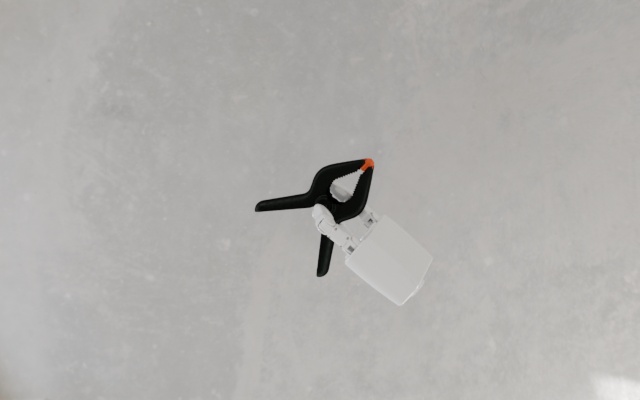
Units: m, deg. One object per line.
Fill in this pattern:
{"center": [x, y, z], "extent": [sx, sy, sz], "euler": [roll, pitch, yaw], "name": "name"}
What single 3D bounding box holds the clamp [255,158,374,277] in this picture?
{"center": [0.000, 0.002, 0.770], "extent": [0.164, 0.210, 0.036], "euler": [39, 20, 3], "name": "clamp"}
